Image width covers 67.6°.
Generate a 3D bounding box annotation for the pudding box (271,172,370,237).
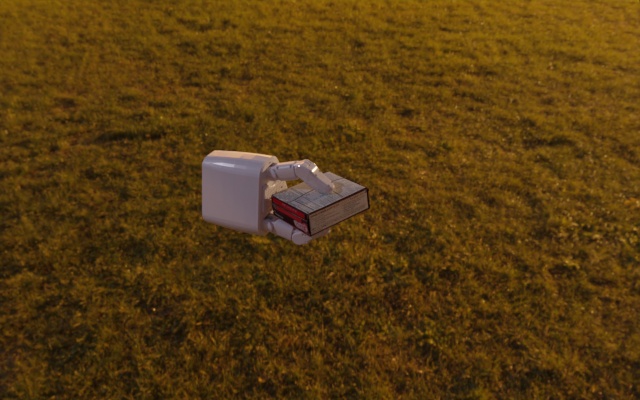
[{"bbox_3d":[0.000,0.002,0.681,0.113,0.039,0.090,-25,33,-30],"label":"pudding box"}]
